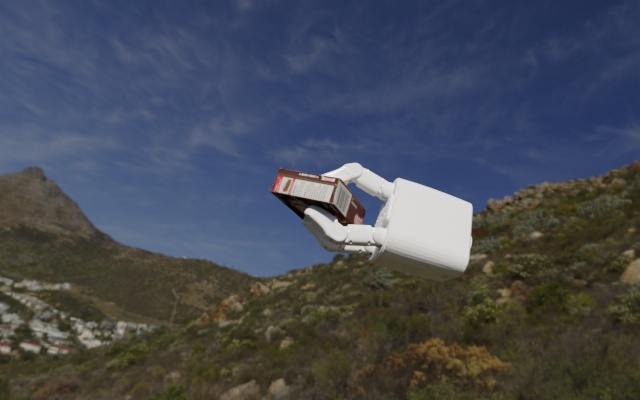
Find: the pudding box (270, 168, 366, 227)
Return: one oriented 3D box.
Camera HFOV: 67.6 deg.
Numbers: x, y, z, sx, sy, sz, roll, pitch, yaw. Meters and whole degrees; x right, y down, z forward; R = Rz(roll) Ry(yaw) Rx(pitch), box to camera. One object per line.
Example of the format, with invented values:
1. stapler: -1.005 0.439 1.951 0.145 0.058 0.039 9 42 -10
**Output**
1. pudding box: 0.000 0.002 0.625 0.090 0.039 0.113 10 -20 26
